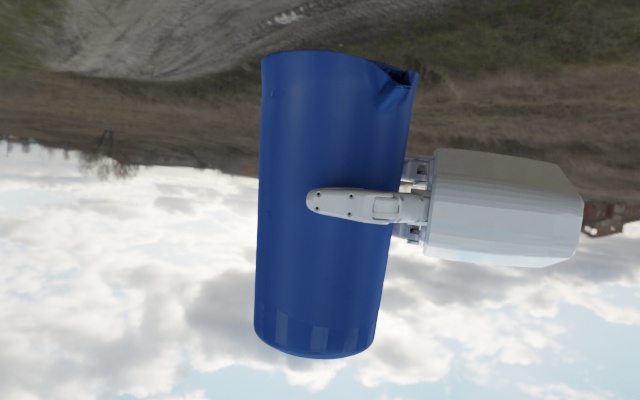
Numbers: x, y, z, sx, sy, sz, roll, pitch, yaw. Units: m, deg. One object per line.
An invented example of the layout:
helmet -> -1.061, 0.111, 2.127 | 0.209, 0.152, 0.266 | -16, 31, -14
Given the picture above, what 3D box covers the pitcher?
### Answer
pitcher -> 0.000, 0.001, 0.423 | 0.145, 0.243, 0.149 | 7, 4, 10
